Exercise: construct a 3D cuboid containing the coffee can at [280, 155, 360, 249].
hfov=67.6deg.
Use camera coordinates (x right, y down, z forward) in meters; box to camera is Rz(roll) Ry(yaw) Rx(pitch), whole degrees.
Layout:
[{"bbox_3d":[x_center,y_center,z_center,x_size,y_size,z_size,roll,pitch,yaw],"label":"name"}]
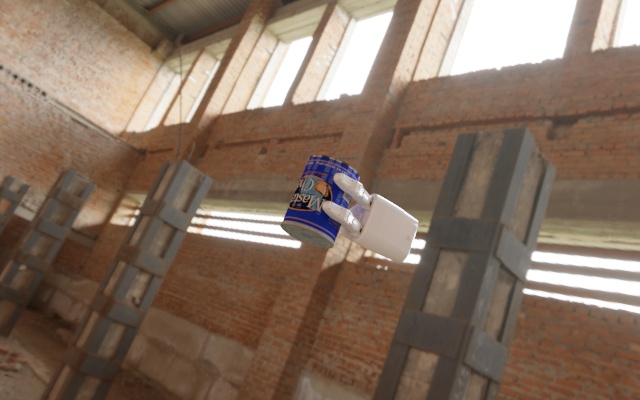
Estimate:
[{"bbox_3d":[0.000,0.003,0.866,0.103,0.140,0.103,20,-18,7],"label":"coffee can"}]
